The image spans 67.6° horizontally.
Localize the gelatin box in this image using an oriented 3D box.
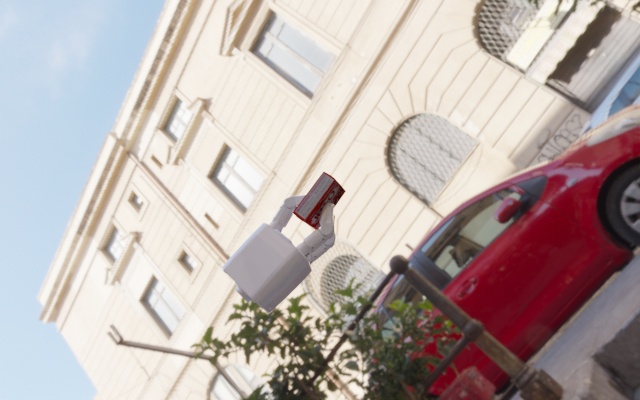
[{"bbox_3d":[0.000,0.002,0.812,0.030,0.089,0.073,35,-2,23],"label":"gelatin box"}]
